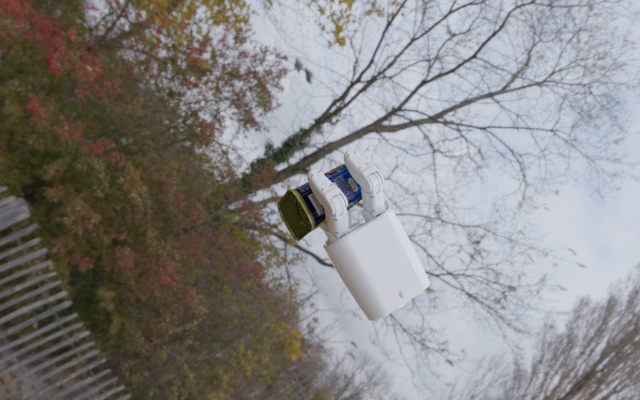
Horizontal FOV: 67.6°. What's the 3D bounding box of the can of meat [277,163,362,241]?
[{"bbox_3d":[0.000,0.002,0.611,0.084,0.057,0.102,-28,-6,-20],"label":"can of meat"}]
